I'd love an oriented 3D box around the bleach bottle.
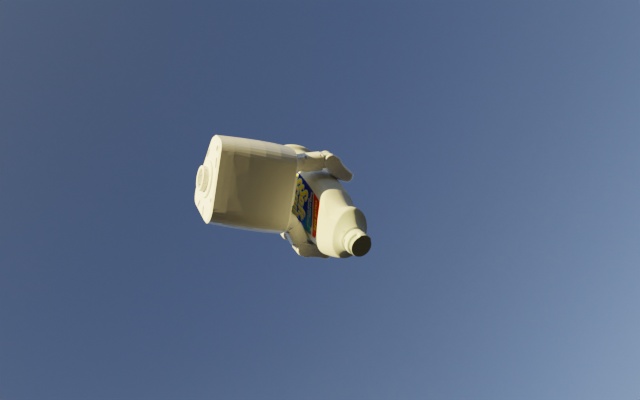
[{"bbox_3d":[0.000,0.002,0.674,0.068,0.102,0.250,8,17,-28],"label":"bleach bottle"}]
